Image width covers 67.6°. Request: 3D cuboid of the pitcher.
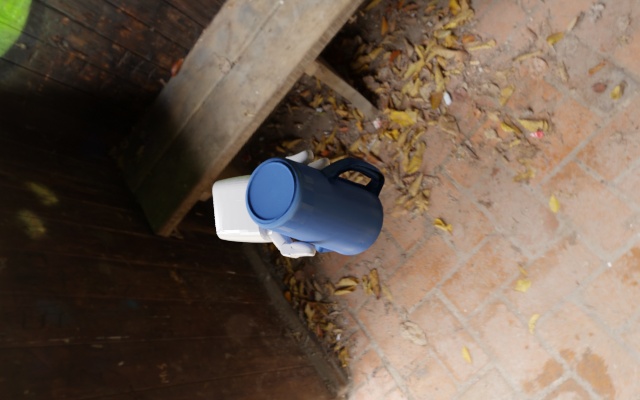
[{"bbox_3d":[0.000,0.003,0.781,0.145,0.149,0.243,-3,-13,33],"label":"pitcher"}]
